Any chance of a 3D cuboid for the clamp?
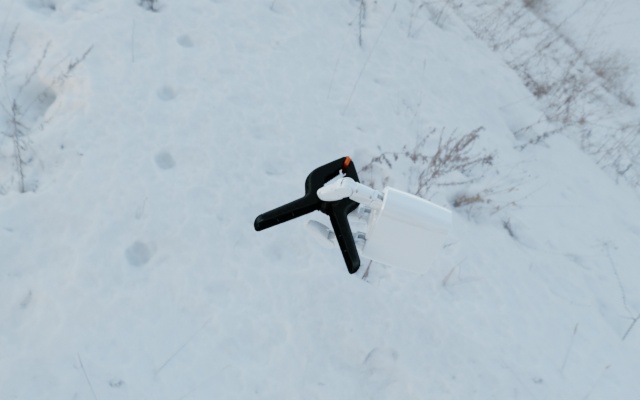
[{"bbox_3d":[0.001,0.002,0.740,0.164,0.209,0.036,20,-41,-2],"label":"clamp"}]
